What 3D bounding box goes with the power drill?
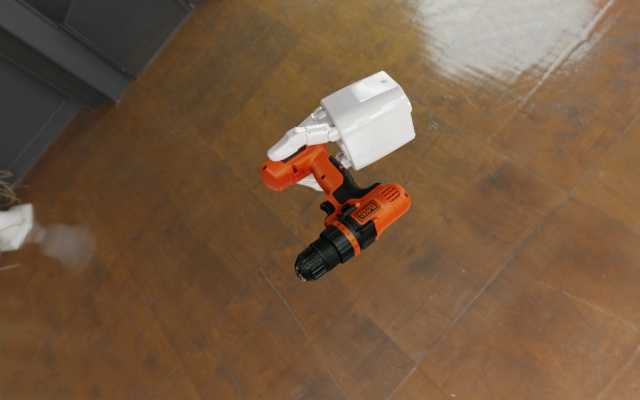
[{"bbox_3d":[0.000,0.002,0.660,0.184,0.187,0.057,-35,-30,-18],"label":"power drill"}]
